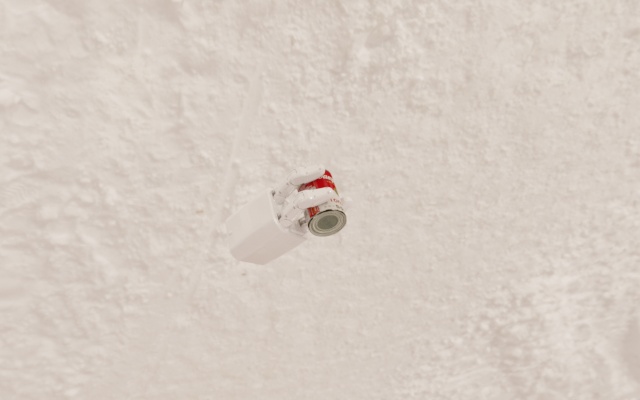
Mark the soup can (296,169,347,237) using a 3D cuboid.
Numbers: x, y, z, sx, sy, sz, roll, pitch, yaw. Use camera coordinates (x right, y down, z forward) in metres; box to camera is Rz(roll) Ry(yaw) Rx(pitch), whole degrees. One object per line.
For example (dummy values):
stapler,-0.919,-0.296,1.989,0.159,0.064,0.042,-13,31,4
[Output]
soup can,0.001,0.003,0.817,0.068,0.102,0.069,-10,-41,-9
